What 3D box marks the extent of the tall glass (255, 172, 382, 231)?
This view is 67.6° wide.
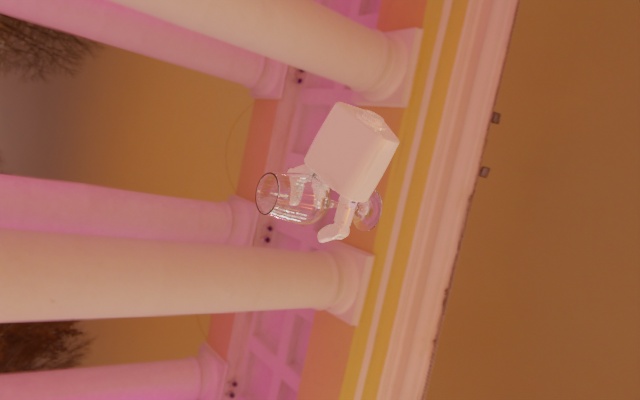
[{"bbox_3d":[0.001,0.003,0.742,0.201,0.079,0.079,9,-5,-38],"label":"tall glass"}]
